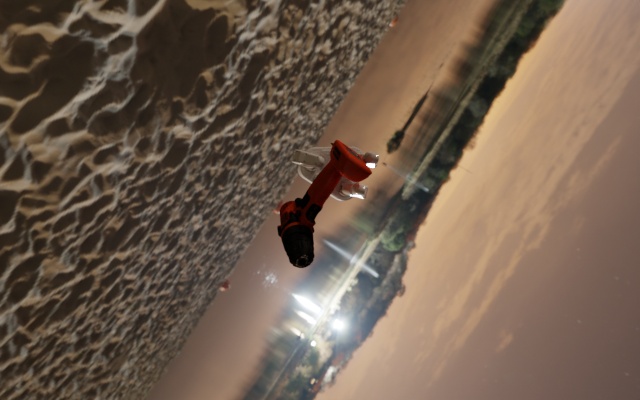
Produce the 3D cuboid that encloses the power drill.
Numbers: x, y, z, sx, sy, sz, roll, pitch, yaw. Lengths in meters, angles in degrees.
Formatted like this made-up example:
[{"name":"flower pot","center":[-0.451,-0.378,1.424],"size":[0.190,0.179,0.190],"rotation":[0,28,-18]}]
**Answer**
[{"name":"power drill","center":[0.000,0.002,0.772],"size":[0.057,0.188,0.184],"rotation":[34,15,-23]}]
